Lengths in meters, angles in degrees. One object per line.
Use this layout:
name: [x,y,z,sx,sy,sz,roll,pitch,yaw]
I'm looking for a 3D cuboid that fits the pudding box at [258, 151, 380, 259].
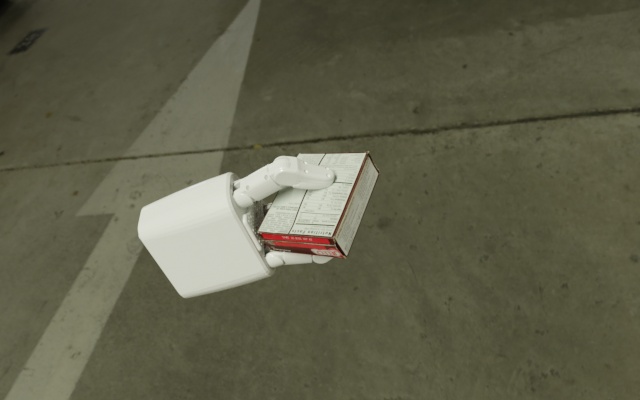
pudding box: [0.000,0.001,0.486,0.090,0.113,0.039,3,-36,31]
